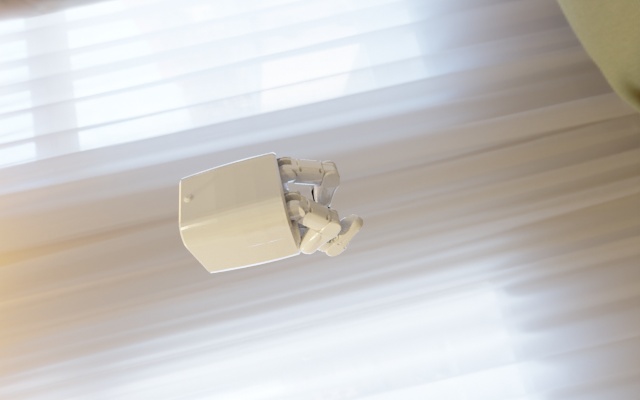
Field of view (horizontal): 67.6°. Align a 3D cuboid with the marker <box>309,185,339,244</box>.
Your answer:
[{"bbox_3d":[0.000,0.002,0.576,0.020,0.020,0.121,0,43,-15],"label":"marker"}]
